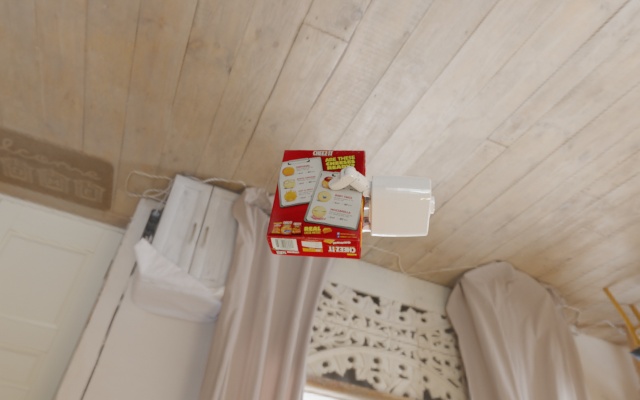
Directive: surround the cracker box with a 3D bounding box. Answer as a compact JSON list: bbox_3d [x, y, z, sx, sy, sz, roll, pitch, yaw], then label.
[{"bbox_3d":[0.000,0.003,0.898,0.164,0.213,0.072,1,-39,8],"label":"cracker box"}]
